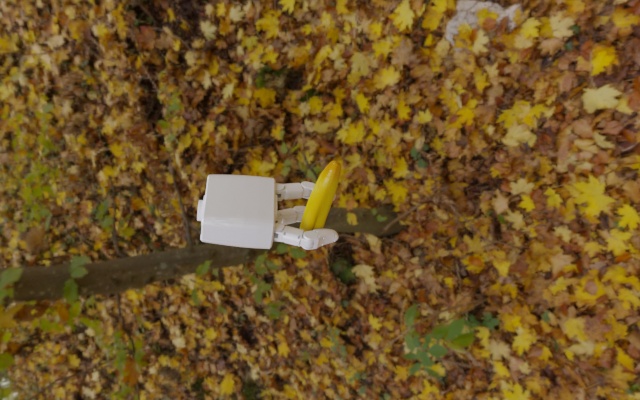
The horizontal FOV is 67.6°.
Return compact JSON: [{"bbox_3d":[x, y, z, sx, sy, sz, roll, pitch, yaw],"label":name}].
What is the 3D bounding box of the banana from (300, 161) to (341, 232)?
[{"bbox_3d":[-0.006,0.019,0.748,0.037,0.069,0.198,19,-35,2],"label":"banana"}]
